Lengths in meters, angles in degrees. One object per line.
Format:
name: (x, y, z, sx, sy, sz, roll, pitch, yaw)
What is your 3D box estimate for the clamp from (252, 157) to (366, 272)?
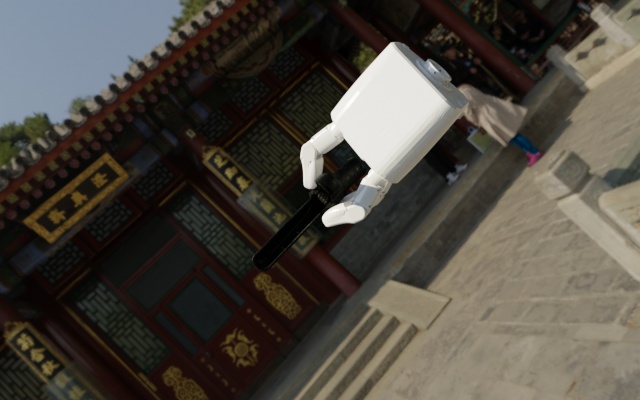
clamp: (0.000, 0.001, 0.605, 0.165, 0.036, 0.210, -48, -4, 29)
